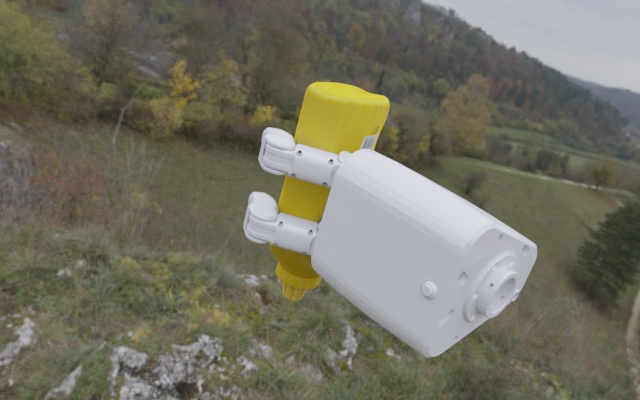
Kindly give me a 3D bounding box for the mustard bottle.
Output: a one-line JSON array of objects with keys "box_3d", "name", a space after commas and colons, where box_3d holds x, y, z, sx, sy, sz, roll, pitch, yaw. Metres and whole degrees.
[{"box_3d": [0.000, 0.001, 0.402, 0.058, 0.192, 0.096, 23, 21, 18], "name": "mustard bottle"}]
